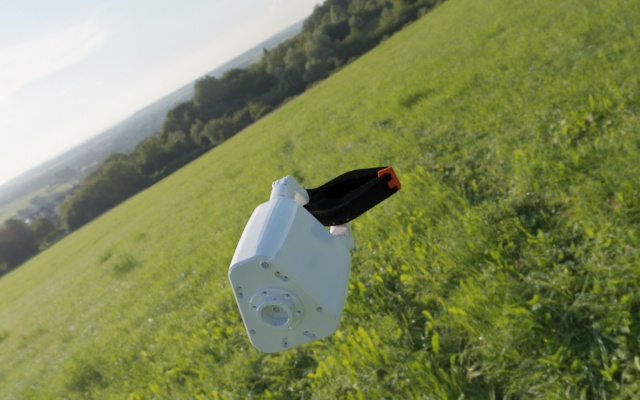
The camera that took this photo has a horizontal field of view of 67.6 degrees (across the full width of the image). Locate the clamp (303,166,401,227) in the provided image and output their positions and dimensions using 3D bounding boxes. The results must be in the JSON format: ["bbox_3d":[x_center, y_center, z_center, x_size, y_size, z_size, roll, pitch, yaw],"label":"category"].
[{"bbox_3d":[0.000,0.001,0.605,0.210,0.036,0.164,-24,25,19],"label":"clamp"}]
